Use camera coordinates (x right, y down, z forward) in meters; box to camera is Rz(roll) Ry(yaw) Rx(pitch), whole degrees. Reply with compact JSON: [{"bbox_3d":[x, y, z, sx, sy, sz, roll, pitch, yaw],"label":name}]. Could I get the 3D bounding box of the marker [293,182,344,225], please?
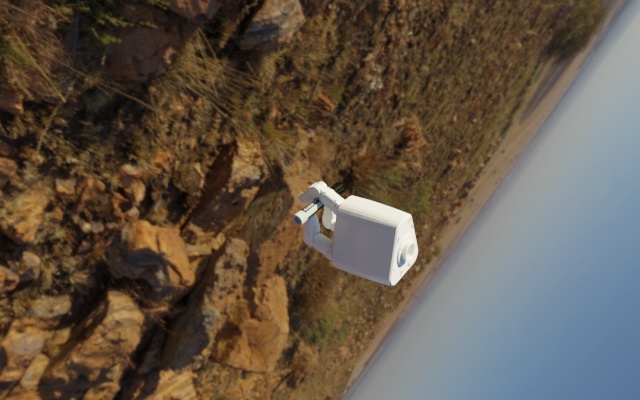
[{"bbox_3d":[0.000,0.003,0.772,0.020,0.020,0.121,0,28,42],"label":"marker"}]
